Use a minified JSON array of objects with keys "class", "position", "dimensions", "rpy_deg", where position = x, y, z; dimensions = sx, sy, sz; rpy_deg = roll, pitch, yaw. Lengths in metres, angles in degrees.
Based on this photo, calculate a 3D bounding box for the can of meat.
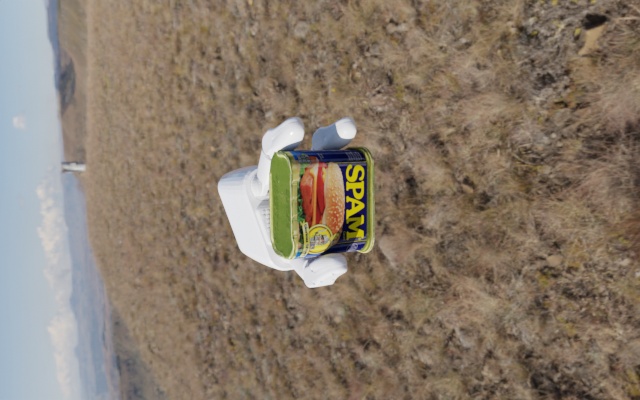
[{"class":"can of meat","position":[0.000,0.002,0.444],"dimensions":[0.084,0.102,0.057],"rpy_deg":[-4,8,-28]}]
